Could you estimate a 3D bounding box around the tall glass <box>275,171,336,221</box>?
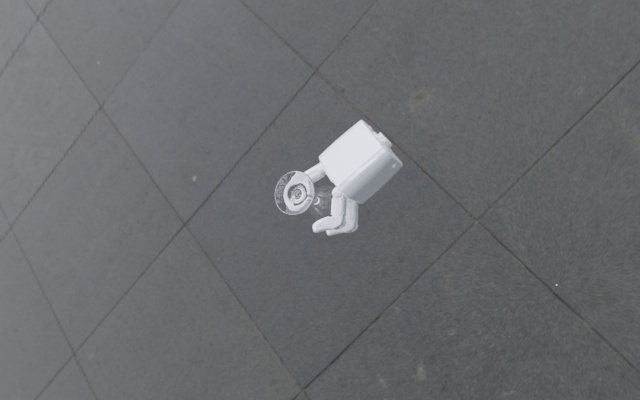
[{"bbox_3d":[0.000,0.003,0.872,0.079,0.079,0.201,0,-9,26],"label":"tall glass"}]
